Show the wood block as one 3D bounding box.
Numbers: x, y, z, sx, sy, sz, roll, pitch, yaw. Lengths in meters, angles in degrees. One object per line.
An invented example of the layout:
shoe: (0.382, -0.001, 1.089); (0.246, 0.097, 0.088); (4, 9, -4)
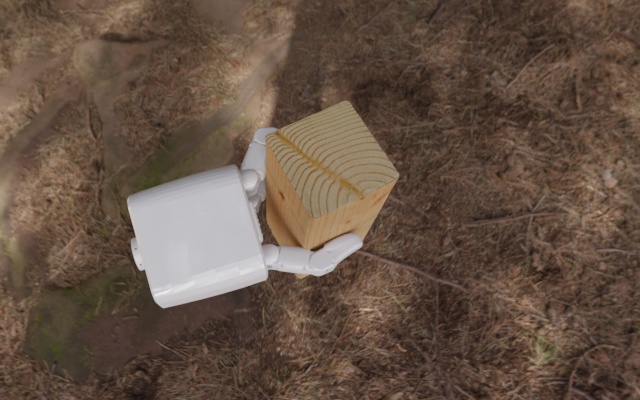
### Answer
wood block: (0.000, 0.002, 0.507); (0.090, 0.090, 0.206); (-26, -18, -16)
